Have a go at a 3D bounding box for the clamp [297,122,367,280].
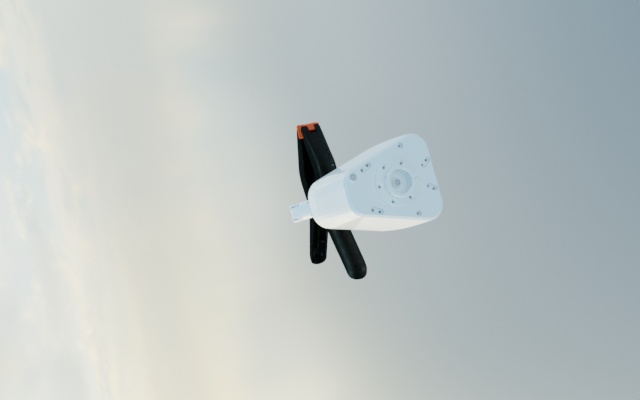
[{"bbox_3d":[-0.001,0.002,0.650,0.036,0.210,0.164,-13,-3,-20],"label":"clamp"}]
